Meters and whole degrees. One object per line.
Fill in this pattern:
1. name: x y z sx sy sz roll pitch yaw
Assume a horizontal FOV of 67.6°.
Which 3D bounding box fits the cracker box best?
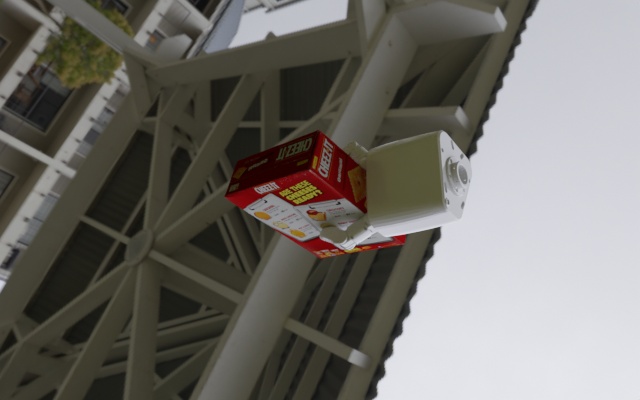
1. cracker box: 0.000 0.002 0.686 0.164 0.072 0.214 -15 -39 39
